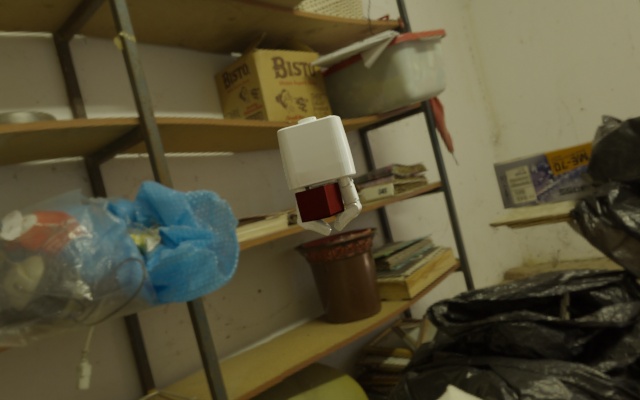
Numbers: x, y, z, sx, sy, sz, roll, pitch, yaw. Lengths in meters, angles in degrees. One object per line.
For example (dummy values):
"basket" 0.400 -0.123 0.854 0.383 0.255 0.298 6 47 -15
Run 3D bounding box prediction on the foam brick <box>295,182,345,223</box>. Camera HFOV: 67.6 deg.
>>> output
"foam brick" 0.000 0.003 0.788 0.053 0.051 0.078 -13 2 20
